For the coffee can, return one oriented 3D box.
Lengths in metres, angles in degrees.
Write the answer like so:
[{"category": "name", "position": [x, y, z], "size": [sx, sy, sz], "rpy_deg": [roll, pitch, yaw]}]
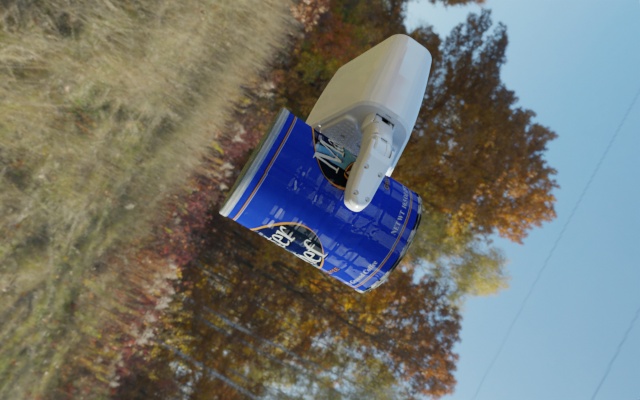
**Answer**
[{"category": "coffee can", "position": [0.000, 0.001, 0.411], "size": [0.140, 0.103, 0.103], "rpy_deg": [31, -7, -11]}]
